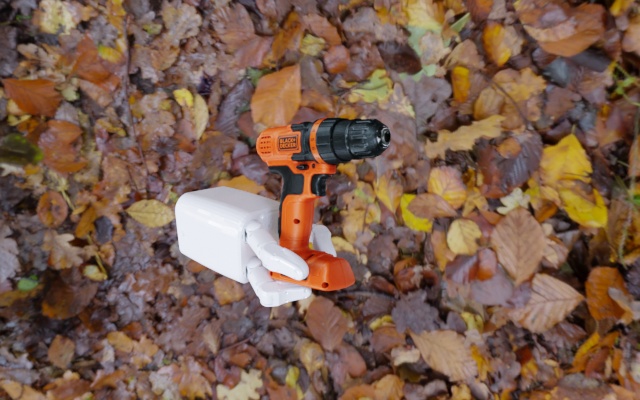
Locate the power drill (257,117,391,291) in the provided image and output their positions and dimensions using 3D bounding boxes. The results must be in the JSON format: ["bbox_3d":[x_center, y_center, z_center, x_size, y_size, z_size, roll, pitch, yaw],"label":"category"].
[{"bbox_3d":[0.000,0.002,0.540,0.184,0.187,0.057,3,3,45],"label":"power drill"}]
